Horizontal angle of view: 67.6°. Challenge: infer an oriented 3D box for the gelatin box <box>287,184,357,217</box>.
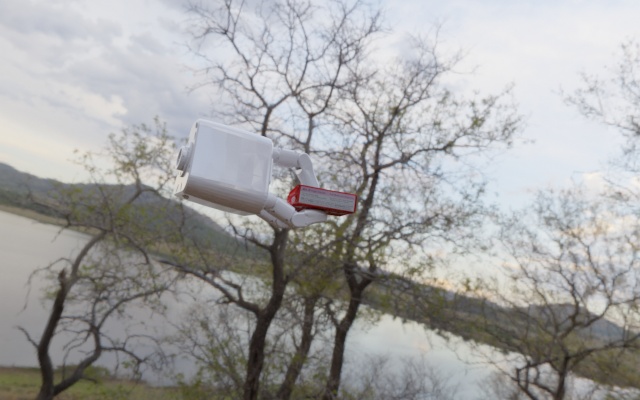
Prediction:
[{"bbox_3d":[0.000,0.002,0.698,0.089,0.030,0.073,9,-8,-13],"label":"gelatin box"}]
